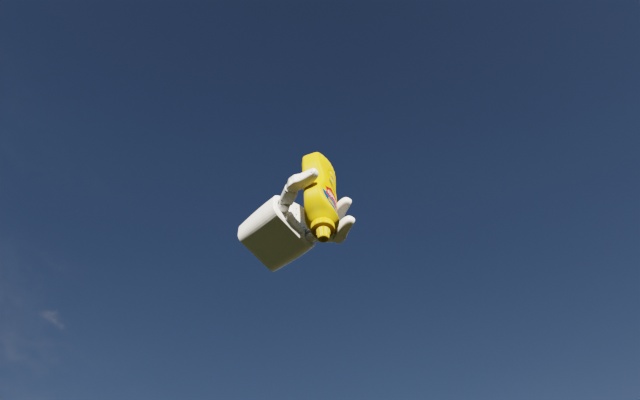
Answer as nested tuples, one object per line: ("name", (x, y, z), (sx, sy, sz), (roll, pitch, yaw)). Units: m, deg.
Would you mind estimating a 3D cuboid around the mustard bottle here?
("mustard bottle", (0.000, 0.003, 0.862), (0.058, 0.096, 0.191), (-16, 39, 11))
